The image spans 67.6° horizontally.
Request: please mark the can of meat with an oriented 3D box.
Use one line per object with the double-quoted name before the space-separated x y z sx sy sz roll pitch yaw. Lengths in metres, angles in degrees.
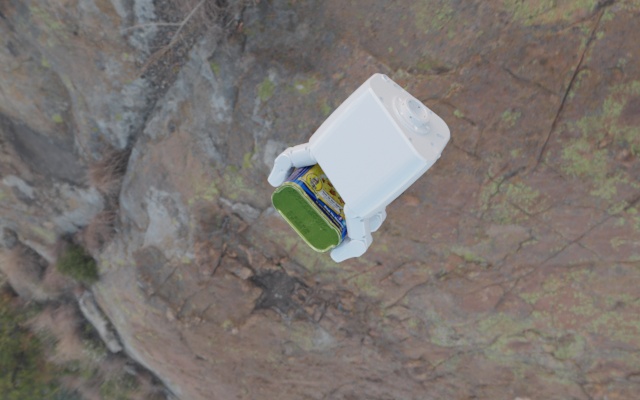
"can of meat" 0.000 0.002 0.581 0.057 0.102 0.084 -38 7 41
